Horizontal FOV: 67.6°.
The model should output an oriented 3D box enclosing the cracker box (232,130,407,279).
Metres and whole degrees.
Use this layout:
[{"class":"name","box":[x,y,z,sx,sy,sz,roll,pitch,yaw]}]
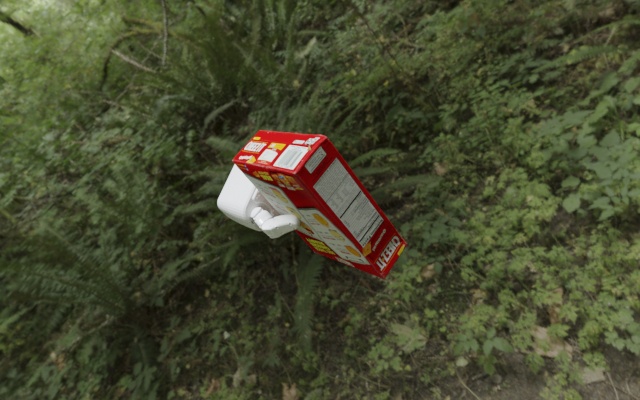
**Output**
[{"class":"cracker box","box":[0.000,0.002,0.660,0.164,0.072,0.214,14,-30,53]}]
